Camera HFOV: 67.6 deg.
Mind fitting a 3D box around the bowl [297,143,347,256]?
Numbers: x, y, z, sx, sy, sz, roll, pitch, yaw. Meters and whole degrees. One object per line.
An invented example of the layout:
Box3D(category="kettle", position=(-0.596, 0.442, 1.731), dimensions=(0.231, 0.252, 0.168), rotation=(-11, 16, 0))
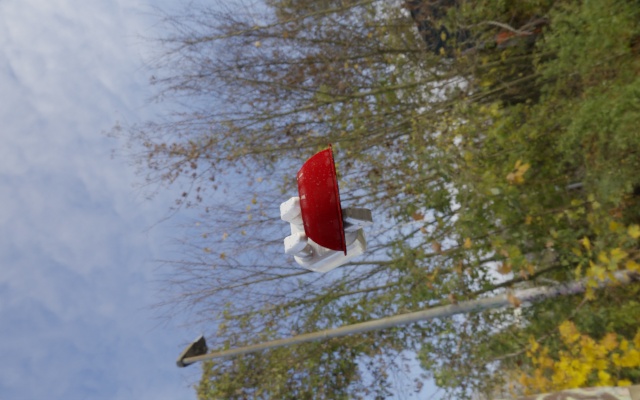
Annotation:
Box3D(category="bowl", position=(0.000, 0.002, 0.679), dimensions=(0.055, 0.162, 0.162), rotation=(-8, 0, 1))
